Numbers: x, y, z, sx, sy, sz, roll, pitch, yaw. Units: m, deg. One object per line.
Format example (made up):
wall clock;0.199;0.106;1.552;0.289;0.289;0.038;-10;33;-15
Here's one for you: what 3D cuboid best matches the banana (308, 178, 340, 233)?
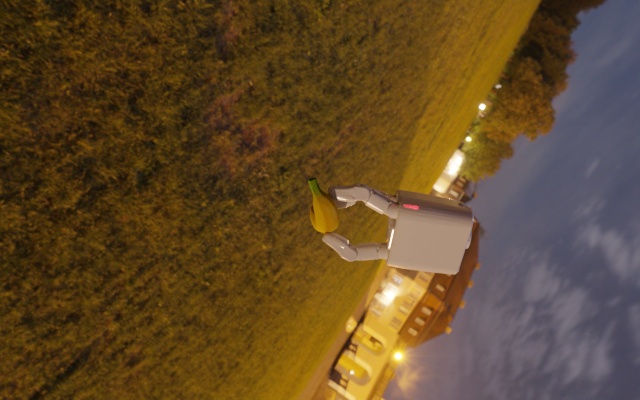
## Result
banana;0.005;0.019;0.744;0.037;0.069;0.198;-14;-13;-5
